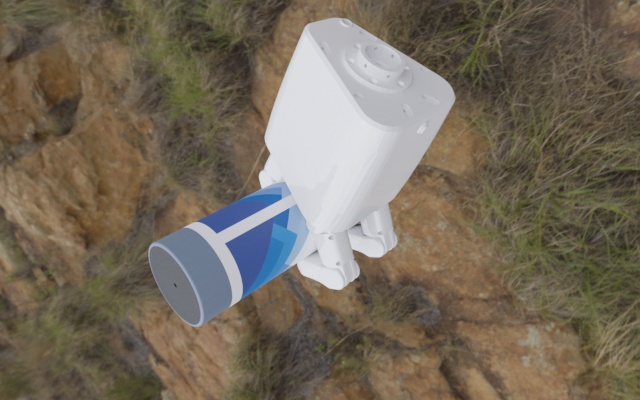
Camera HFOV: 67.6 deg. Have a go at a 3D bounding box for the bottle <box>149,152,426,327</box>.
[{"bbox_3d":[0.000,0.002,0.420,0.295,0.069,0.069,-30,19,-38],"label":"bottle"}]
